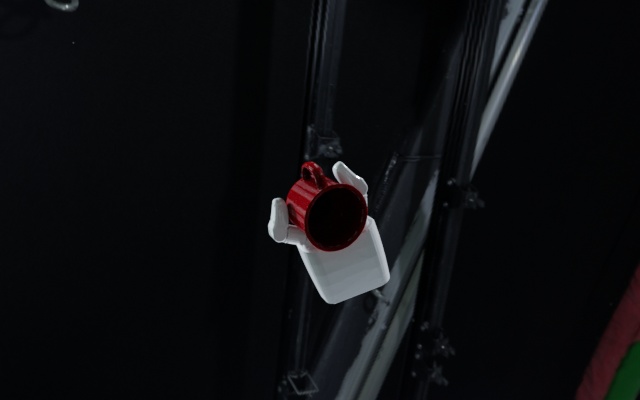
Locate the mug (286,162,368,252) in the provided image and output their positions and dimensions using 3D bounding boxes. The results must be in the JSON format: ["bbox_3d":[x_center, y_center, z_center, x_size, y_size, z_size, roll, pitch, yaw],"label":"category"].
[{"bbox_3d":[-0.001,0.001,0.644,0.093,0.117,0.081,-28,27,-16],"label":"mug"}]
